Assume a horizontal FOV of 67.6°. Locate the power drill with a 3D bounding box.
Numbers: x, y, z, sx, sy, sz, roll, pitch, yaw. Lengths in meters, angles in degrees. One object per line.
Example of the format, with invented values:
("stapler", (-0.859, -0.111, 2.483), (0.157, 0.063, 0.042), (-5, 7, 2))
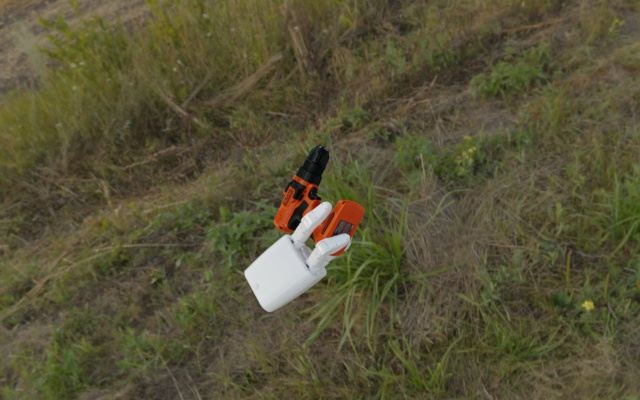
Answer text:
("power drill", (0.000, 0.003, 0.881), (0.057, 0.184, 0.187), (19, 12, -36))
